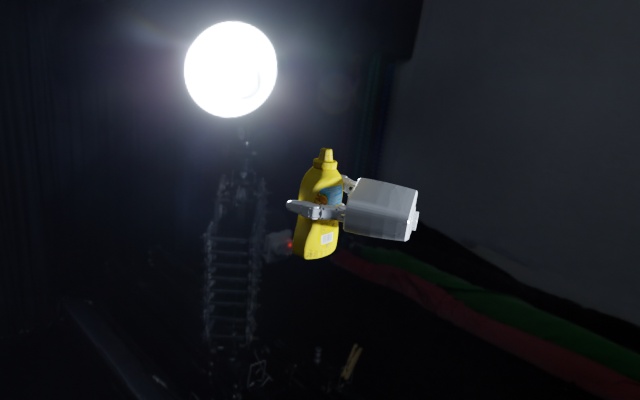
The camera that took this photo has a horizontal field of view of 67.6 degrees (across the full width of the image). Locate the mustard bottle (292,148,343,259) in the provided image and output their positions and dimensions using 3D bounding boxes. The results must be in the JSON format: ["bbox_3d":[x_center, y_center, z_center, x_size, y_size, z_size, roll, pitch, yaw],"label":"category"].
[{"bbox_3d":[0.000,0.003,0.846,0.058,0.192,0.096,20,20,37],"label":"mustard bottle"}]
